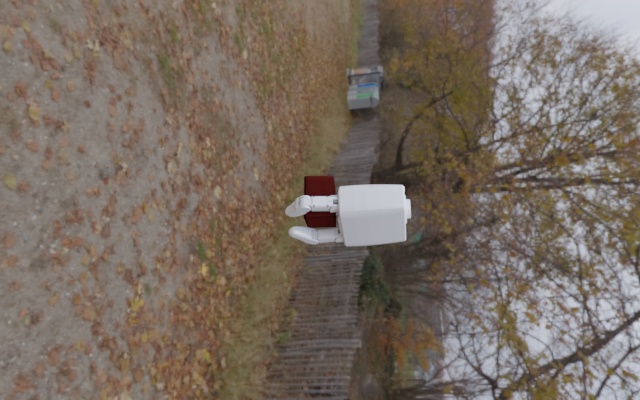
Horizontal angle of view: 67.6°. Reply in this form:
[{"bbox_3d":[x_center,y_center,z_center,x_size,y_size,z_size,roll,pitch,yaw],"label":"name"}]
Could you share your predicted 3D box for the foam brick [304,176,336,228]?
[{"bbox_3d":[0.000,0.002,0.822,0.051,0.078,0.053,-3,-24,6],"label":"foam brick"}]
